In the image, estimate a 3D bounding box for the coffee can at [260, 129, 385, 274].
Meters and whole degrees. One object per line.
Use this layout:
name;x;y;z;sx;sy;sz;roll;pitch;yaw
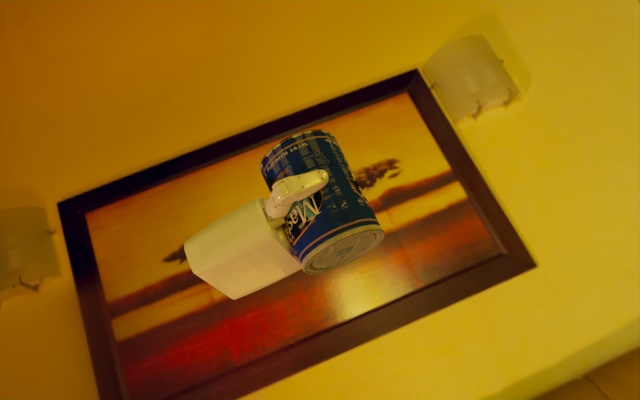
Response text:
coffee can;0.000;0.002;0.569;0.103;0.140;0.103;-22;-23;-10
